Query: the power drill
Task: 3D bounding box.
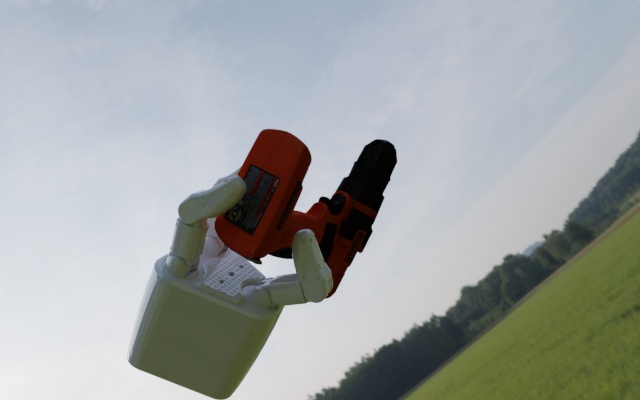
[{"bbox_3d":[0.000,0.002,0.455,0.057,0.184,0.188,24,-2,34],"label":"power drill"}]
